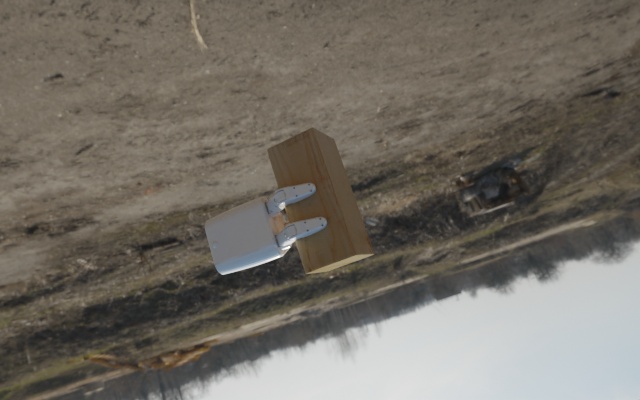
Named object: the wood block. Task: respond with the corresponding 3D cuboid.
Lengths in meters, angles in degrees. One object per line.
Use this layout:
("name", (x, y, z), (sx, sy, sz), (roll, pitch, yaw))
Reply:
("wood block", (0.000, 0.003, 0.759), (0.090, 0.206, 0.091), (-23, -14, 20))
